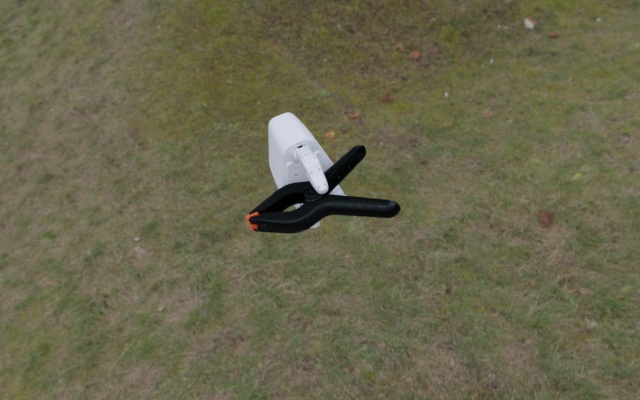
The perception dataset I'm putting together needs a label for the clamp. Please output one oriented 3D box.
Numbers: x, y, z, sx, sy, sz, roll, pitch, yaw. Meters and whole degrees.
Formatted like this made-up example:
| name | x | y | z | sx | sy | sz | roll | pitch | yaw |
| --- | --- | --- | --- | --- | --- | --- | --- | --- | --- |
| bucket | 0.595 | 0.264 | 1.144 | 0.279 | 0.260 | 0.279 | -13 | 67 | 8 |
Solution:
| name | x | y | z | sx | sy | sz | roll | pitch | yaw |
| --- | --- | --- | --- | --- | --- | --- | --- | --- | --- |
| clamp | -0.001 | 0.002 | 0.676 | 0.210 | 0.036 | 0.164 | -24 | 38 | -6 |
